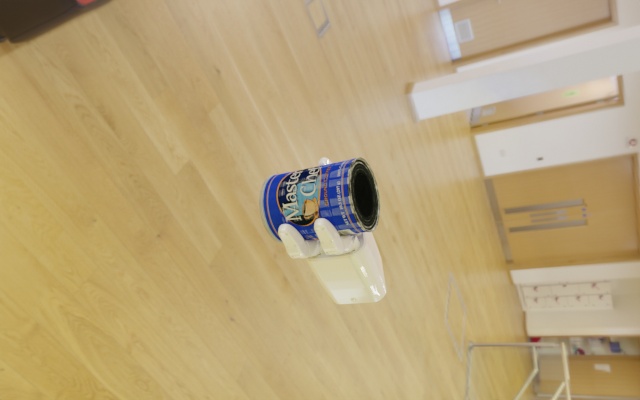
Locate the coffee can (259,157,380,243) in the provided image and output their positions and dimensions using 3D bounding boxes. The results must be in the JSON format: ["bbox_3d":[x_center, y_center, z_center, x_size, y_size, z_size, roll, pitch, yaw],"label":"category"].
[{"bbox_3d":[0.000,0.002,0.674,0.140,0.103,0.103,-9,-4,27],"label":"coffee can"}]
